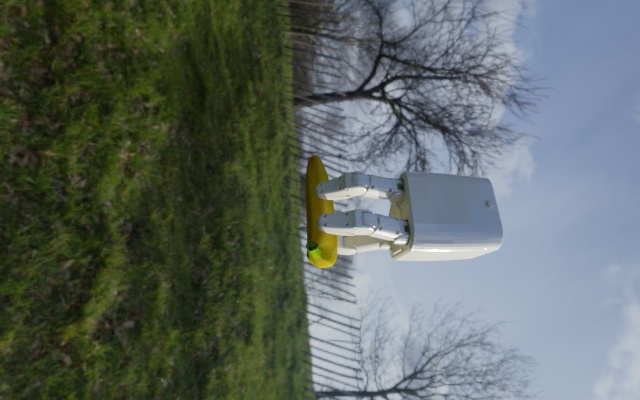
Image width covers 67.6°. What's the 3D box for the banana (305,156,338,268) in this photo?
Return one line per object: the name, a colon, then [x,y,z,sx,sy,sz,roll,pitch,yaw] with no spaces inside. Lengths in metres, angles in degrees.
banana: [0.000,0.019,0.579,0.037,0.070,0.197,-2,34,-1]
